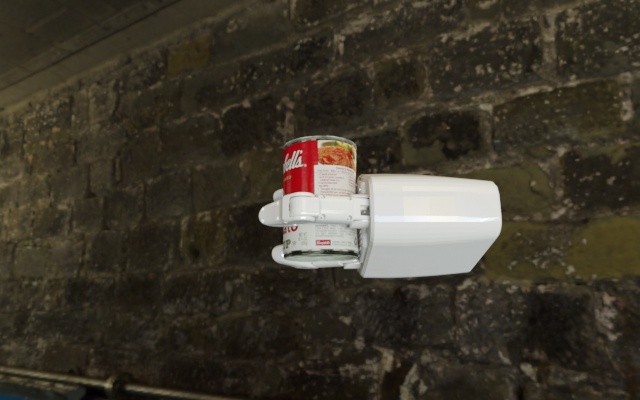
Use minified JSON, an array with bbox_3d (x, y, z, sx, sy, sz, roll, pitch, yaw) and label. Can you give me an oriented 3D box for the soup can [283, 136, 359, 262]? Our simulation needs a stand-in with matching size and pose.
[{"bbox_3d":[0.000,0.002,0.428,0.068,0.102,0.068,-1,-12,0],"label":"soup can"}]
